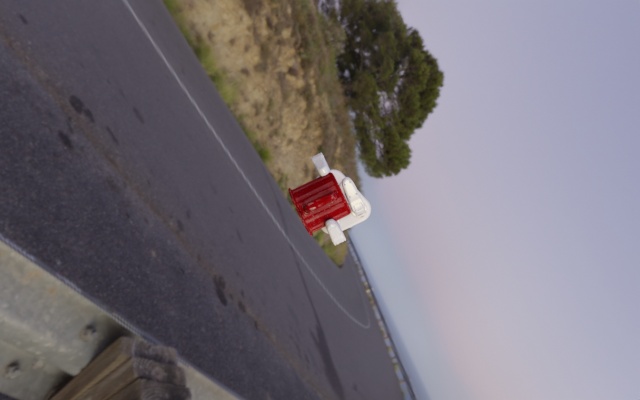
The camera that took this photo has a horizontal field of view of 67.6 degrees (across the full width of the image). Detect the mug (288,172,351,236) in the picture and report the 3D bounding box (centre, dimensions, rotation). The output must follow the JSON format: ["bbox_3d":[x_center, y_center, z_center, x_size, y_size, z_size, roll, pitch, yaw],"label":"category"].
[{"bbox_3d":[0.000,0.002,0.813,0.081,0.093,0.117,-26,-3,2],"label":"mug"}]
